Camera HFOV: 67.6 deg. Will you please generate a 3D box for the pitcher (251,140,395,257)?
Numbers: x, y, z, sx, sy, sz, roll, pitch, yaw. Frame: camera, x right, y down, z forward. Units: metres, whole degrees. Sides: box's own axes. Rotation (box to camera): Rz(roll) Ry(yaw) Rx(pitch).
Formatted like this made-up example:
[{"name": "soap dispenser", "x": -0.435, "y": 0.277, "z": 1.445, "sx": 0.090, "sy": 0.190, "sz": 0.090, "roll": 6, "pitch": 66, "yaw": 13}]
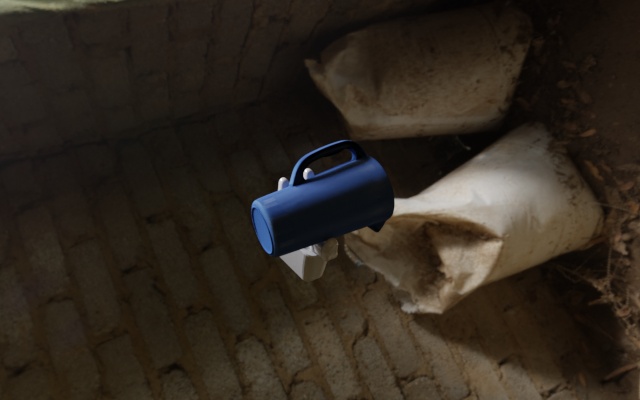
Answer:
[{"name": "pitcher", "x": 0.000, "y": 0.003, "z": 0.871, "sx": 0.243, "sy": 0.149, "sz": 0.145, "roll": -20, "pitch": -32, "yaw": -22}]
